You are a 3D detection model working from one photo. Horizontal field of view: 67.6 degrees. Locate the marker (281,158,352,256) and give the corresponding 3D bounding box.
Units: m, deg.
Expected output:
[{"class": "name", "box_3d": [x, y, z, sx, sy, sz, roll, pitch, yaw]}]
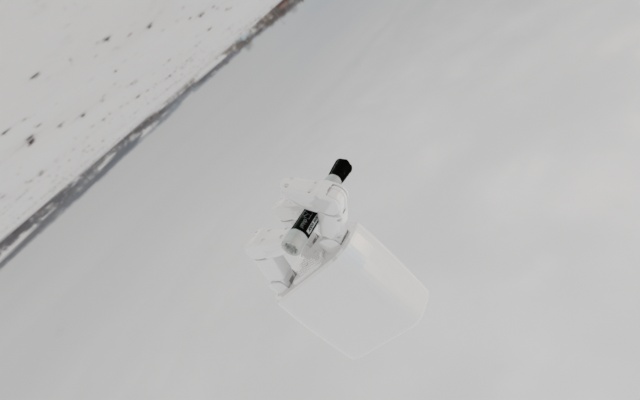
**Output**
[{"class": "marker", "box_3d": [0.000, 0.001, 0.440, 0.020, 0.020, 0.121, 0, 41, 34]}]
